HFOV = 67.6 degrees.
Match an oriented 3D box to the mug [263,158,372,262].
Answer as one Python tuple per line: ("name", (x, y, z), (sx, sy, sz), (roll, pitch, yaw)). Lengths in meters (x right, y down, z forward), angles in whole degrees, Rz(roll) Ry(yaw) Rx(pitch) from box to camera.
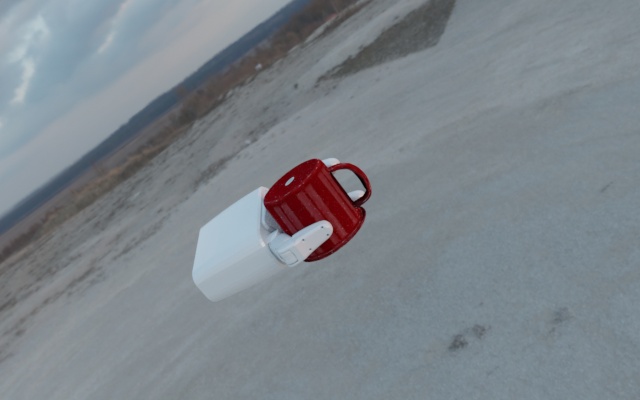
("mug", (0.001, 0.001, 0.530), (0.117, 0.081, 0.093), (-32, 20, 17))
